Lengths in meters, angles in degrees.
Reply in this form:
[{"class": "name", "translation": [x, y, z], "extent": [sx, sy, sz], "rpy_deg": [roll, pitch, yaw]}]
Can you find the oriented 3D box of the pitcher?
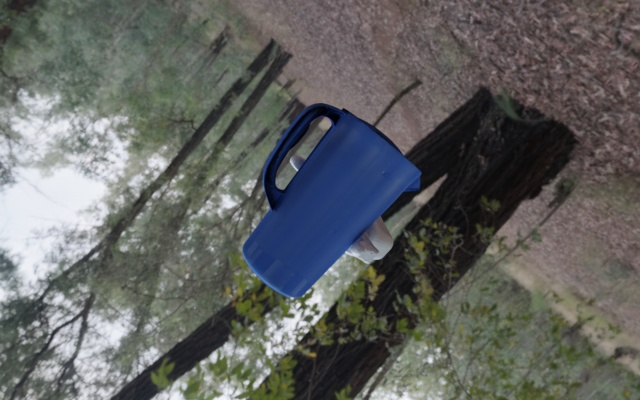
[{"class": "pitcher", "translation": [0.000, 0.002, 0.633], "extent": [0.149, 0.243, 0.145], "rpy_deg": [44, 8, 25]}]
